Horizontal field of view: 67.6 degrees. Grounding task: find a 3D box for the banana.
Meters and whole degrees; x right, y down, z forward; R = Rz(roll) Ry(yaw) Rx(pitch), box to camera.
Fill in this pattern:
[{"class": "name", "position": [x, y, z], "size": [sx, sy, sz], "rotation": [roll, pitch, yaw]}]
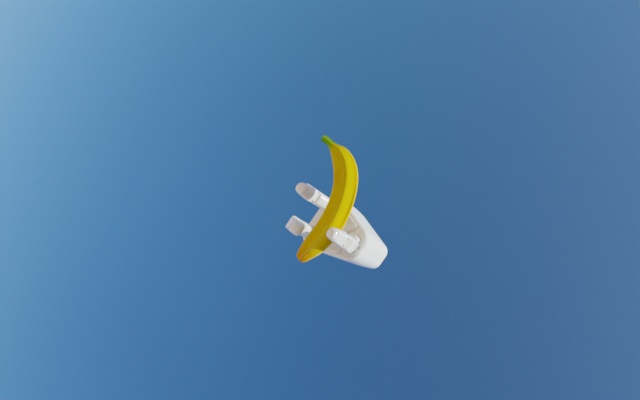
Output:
[{"class": "banana", "position": [0.017, 0.002, 0.721], "size": [0.069, 0.197, 0.037], "rotation": [8, -10, 26]}]
